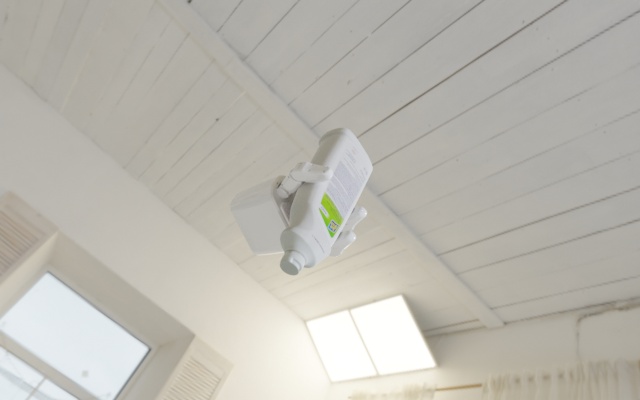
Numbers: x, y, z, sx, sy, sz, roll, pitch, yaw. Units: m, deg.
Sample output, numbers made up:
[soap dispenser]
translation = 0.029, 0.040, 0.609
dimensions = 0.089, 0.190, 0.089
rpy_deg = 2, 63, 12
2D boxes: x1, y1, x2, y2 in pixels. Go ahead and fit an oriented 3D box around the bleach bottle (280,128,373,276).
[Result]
[bleach bottle]
translation = 0.000, 0.002, 0.709
dimensions = 0.068, 0.103, 0.250
rpy_deg = -16, 31, 39
